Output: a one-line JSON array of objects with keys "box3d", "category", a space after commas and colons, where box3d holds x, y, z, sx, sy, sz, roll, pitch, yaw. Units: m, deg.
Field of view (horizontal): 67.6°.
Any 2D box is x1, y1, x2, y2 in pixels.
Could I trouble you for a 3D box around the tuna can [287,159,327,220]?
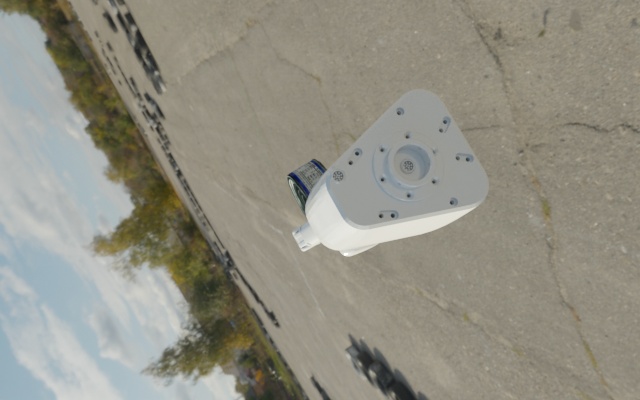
[{"box3d": [0.000, 0.002, 0.497, 0.034, 0.086, 0.086, -31, 5, -9], "category": "tuna can"}]
